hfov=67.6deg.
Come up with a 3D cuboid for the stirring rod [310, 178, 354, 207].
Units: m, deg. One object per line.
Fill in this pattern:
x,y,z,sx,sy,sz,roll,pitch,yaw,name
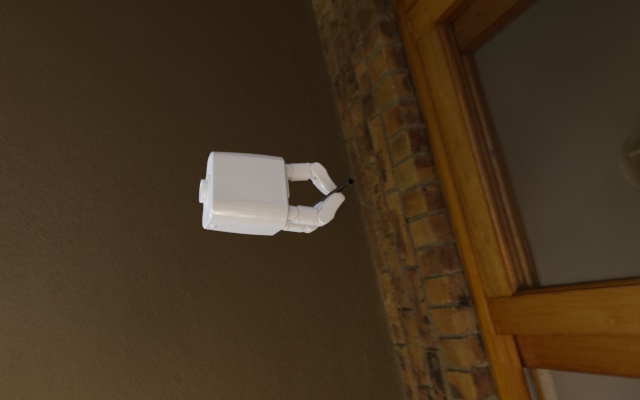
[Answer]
0.000,0.002,0.765,0.011,0.011,0.239,0,-14,-21,stirring rod
